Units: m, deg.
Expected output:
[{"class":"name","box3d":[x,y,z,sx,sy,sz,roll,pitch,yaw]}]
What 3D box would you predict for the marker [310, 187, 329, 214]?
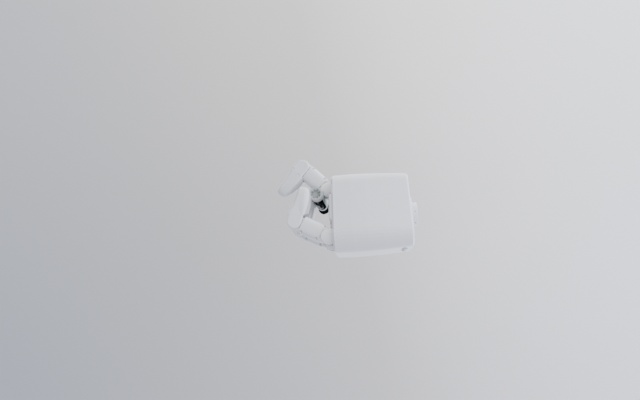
[{"class":"marker","box3d":[0.000,0.002,0.703,0.020,0.020,0.121,0,-11,6]}]
